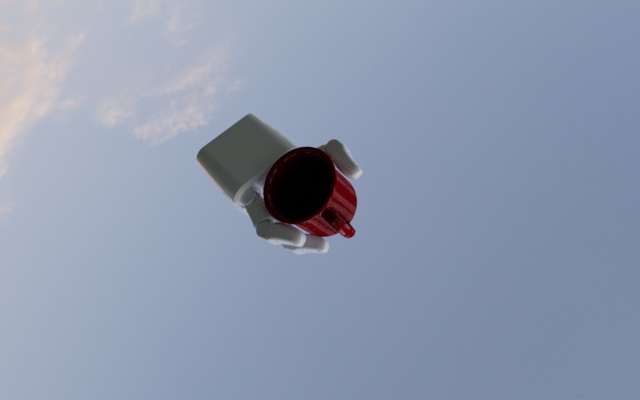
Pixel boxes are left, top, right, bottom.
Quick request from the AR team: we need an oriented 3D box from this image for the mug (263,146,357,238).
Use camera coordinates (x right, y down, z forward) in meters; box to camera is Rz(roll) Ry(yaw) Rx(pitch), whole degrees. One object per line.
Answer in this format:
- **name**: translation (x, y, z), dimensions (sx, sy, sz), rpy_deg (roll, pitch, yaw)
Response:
- **mug**: translation (0.001, 0.003, 0.558), dimensions (0.117, 0.093, 0.081), rpy_deg (43, 4, 33)
